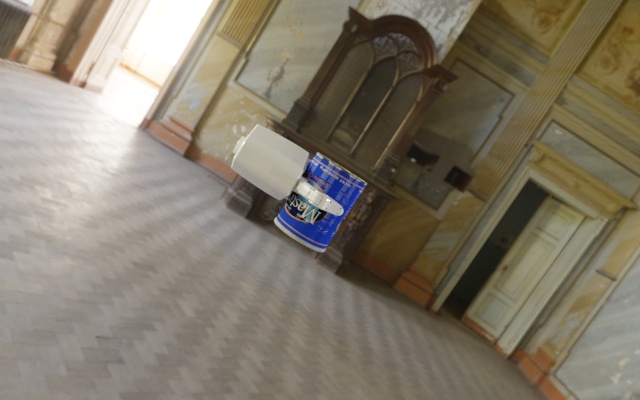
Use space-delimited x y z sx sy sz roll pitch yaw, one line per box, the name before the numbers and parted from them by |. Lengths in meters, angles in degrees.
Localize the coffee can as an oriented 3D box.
coffee can | 0.000 0.003 0.821 0.103 0.140 0.103 32 6 -4
